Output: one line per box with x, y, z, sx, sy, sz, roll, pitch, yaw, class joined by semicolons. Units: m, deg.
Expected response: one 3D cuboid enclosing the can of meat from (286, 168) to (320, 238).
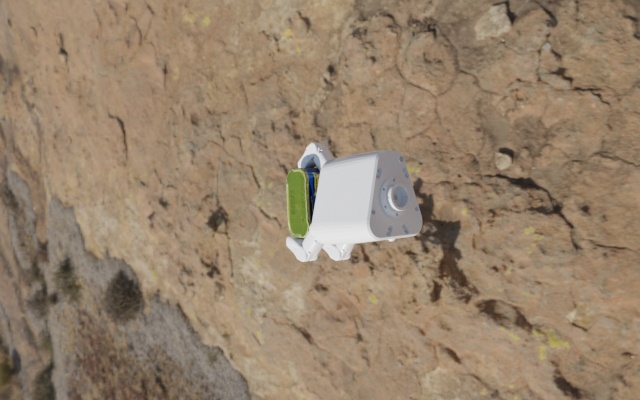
0.000;0.002;0.681;0.084;0.102;0.057;-2;-1;-36;can of meat
